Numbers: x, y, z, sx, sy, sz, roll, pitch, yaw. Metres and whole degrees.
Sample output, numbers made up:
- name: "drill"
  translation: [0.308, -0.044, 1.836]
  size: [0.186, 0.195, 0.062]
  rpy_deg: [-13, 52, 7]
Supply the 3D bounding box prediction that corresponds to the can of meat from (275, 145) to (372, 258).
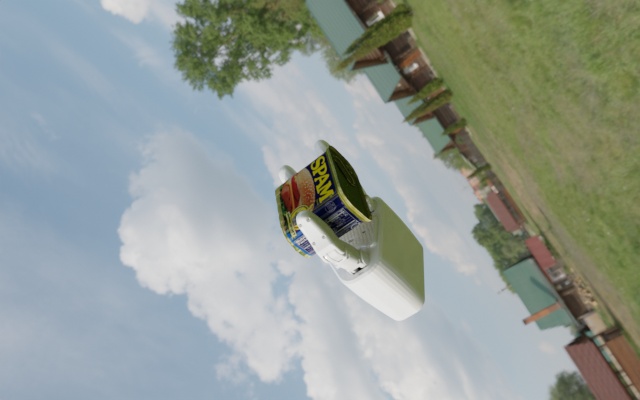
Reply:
- name: "can of meat"
  translation: [0.000, 0.002, 0.529]
  size: [0.084, 0.102, 0.057]
  rpy_deg: [-35, -51, 19]
